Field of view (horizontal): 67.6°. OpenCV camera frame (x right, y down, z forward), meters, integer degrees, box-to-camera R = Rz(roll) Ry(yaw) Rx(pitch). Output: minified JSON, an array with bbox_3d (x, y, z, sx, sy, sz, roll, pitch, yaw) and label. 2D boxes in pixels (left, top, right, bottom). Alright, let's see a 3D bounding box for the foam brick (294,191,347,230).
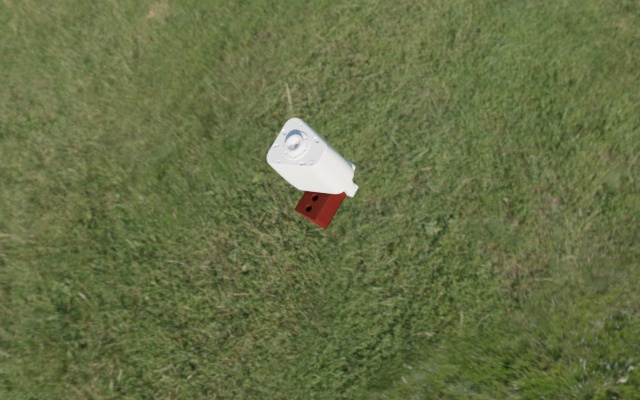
[{"bbox_3d":[0.000,0.003,0.871,0.053,0.078,0.051,27,-6,33],"label":"foam brick"}]
